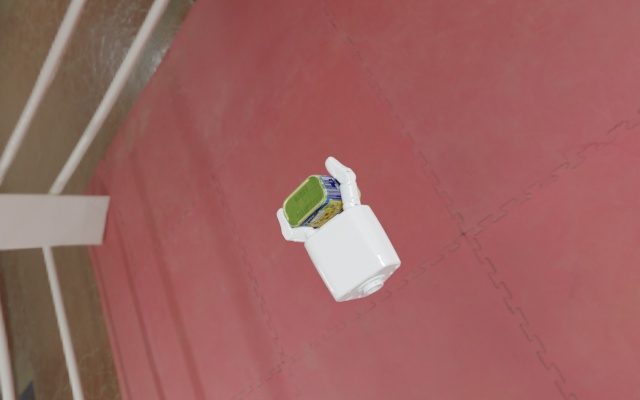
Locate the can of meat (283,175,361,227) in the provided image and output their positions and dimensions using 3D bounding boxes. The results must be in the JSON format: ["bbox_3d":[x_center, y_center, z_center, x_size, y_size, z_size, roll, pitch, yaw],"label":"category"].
[{"bbox_3d":[0.000,0.002,0.781,0.084,0.057,0.102,1,-36,-47],"label":"can of meat"}]
